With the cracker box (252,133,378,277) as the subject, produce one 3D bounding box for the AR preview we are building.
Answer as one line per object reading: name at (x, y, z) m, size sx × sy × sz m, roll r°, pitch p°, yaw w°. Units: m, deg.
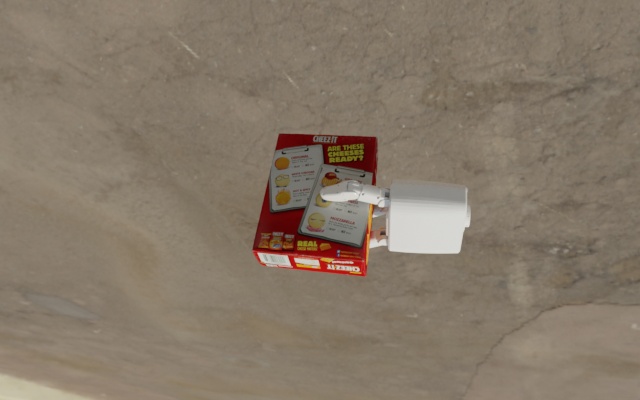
cracker box at (0.000, 0.002, 0.741) m, size 0.164 × 0.213 × 0.072 m, roll 4°, pitch -30°, yaw 10°
